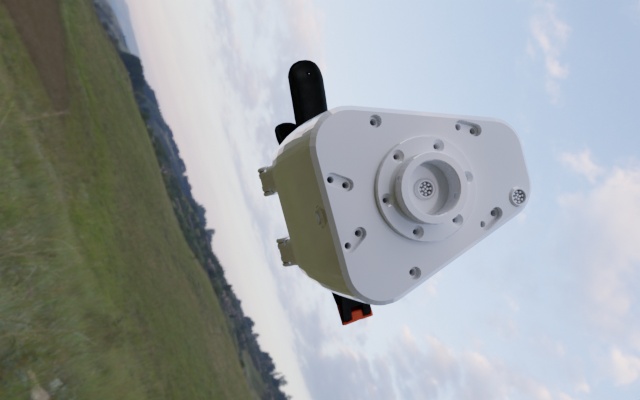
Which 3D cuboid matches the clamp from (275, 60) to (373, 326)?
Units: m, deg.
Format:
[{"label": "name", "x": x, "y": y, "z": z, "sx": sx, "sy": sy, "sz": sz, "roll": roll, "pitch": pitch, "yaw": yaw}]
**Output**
[{"label": "clamp", "x": 0.001, "y": 0.002, "z": 0.421, "sx": 0.036, "sy": 0.210, "sz": 0.164, "roll": -16, "pitch": 2, "yaw": -10}]
